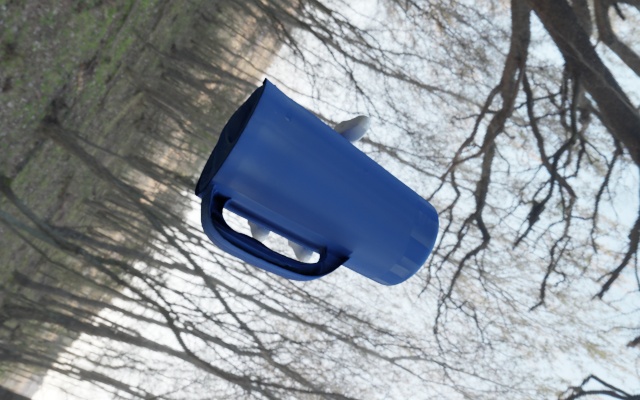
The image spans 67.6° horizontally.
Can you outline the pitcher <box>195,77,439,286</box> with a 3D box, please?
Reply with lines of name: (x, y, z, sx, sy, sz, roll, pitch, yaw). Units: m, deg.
pitcher: (0.000, 0.002, 0.497, 0.243, 0.149, 0.145, 31, 9, -19)
